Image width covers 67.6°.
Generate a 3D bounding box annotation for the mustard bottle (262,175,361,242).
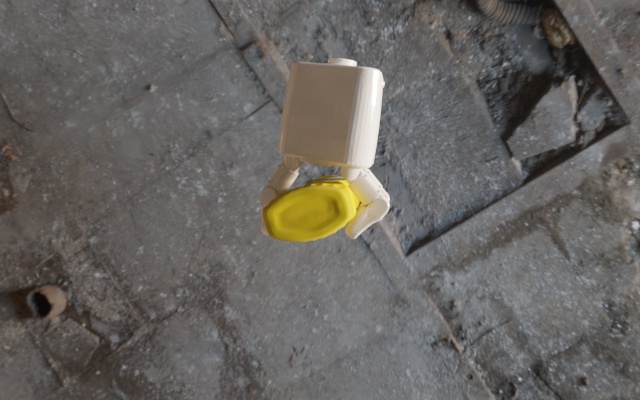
[{"bbox_3d":[0.000,0.002,0.581,0.096,0.058,0.191,-16,5,11],"label":"mustard bottle"}]
